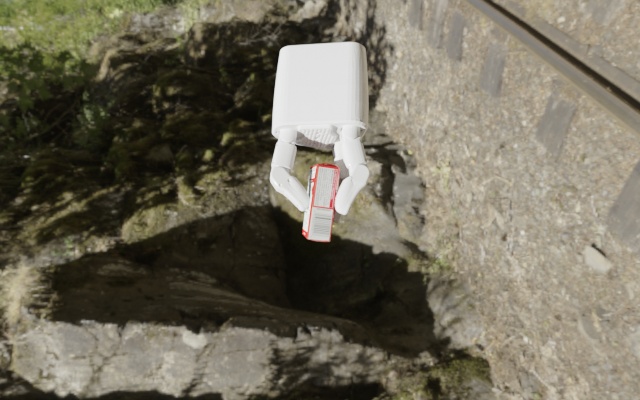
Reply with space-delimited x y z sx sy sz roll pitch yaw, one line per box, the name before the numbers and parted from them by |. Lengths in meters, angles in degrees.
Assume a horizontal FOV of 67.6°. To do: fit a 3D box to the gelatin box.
gelatin box | 0.000 0.002 0.572 0.030 0.089 0.073 8 -1 -7
